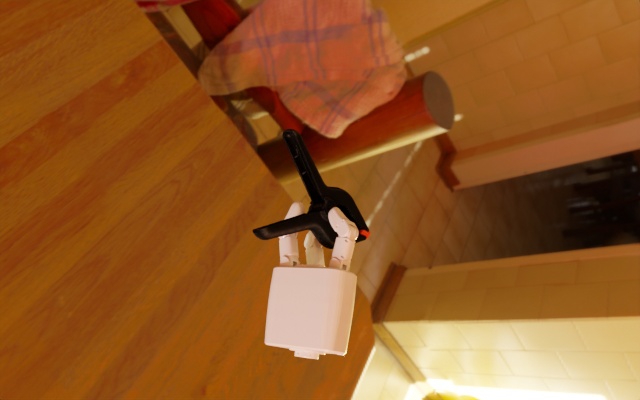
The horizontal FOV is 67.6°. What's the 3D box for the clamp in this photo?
[{"bbox_3d":[0.001,0.003,0.698,0.036,0.164,0.210,-8,-24,45],"label":"clamp"}]
